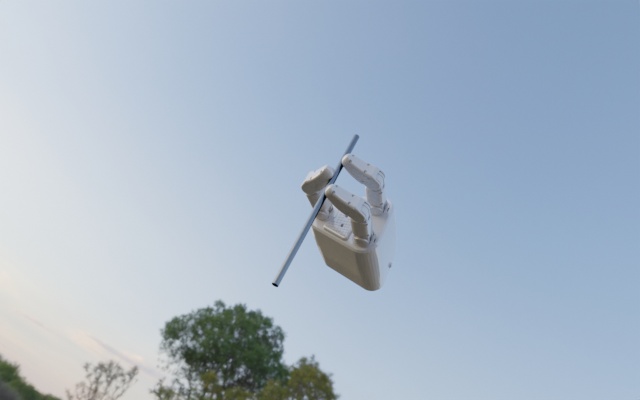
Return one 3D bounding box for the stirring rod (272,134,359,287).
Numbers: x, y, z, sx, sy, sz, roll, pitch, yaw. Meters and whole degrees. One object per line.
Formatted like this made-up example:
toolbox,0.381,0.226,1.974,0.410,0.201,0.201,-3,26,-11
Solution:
stirring rod,0.000,0.002,0.571,0.011,0.239,0.011,19,-35,14
